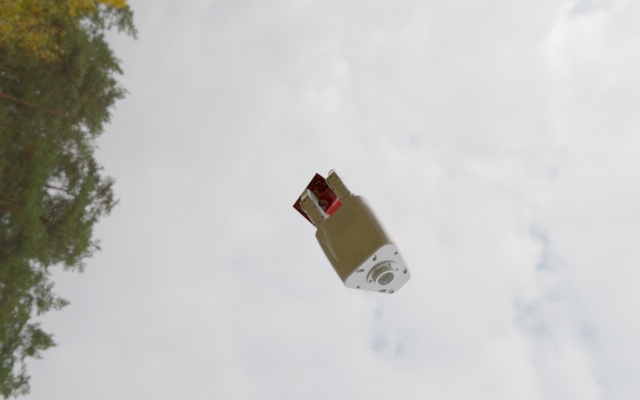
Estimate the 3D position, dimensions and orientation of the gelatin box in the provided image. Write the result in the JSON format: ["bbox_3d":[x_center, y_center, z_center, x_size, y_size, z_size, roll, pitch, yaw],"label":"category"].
[{"bbox_3d":[0.000,0.003,0.790,0.030,0.073,0.089,33,4,-36],"label":"gelatin box"}]
